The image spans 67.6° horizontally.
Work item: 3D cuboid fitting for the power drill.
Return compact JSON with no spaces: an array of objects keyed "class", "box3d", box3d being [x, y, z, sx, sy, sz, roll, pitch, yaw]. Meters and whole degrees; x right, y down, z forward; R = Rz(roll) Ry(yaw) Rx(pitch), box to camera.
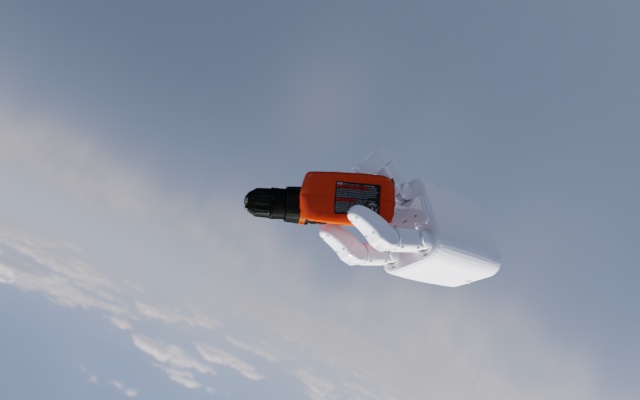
[{"class":"power drill","box3d":[0.000,0.002,0.589,0.184,0.057,0.187,2,-3,-10]}]
